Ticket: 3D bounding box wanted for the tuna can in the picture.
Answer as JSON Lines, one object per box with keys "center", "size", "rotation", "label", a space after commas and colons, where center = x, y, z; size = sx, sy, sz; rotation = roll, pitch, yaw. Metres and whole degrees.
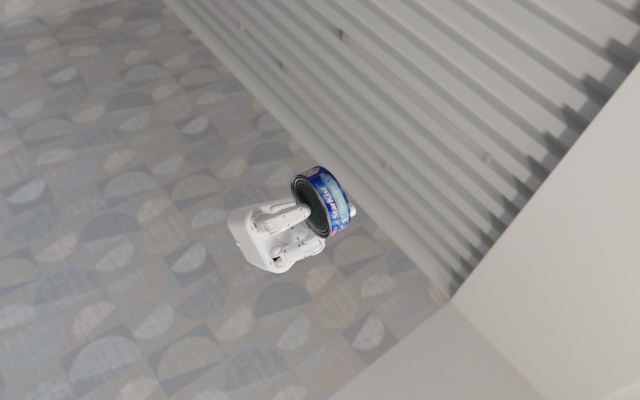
{"center": [0.001, 0.002, 0.585], "size": [0.033, 0.086, 0.086], "rotation": [-28, 11, -22], "label": "tuna can"}
